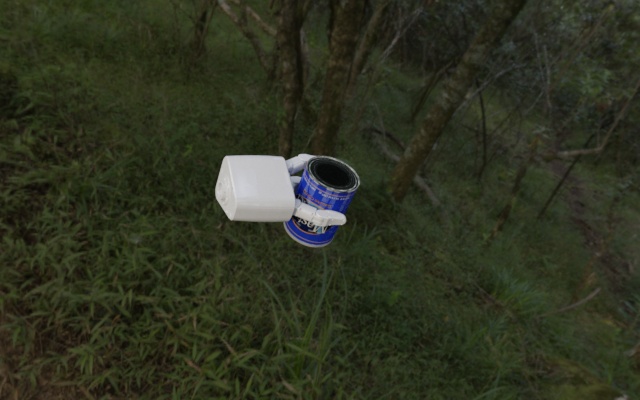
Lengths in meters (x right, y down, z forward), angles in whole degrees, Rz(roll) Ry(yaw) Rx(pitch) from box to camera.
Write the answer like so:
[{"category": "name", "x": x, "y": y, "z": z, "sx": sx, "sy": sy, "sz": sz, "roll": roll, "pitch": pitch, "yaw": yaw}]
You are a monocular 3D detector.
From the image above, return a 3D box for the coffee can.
[{"category": "coffee can", "x": 0.000, "y": 0.003, "z": 0.889, "sx": 0.103, "sy": 0.140, "sz": 0.102, "roll": 16, "pitch": 37, "yaw": -12}]
